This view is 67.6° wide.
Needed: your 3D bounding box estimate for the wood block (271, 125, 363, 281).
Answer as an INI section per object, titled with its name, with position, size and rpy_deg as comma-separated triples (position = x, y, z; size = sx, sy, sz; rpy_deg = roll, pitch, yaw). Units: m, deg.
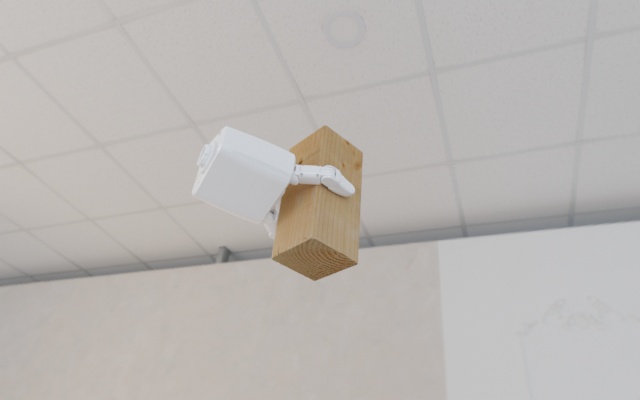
[wood block]
position = 0.000, 0.002, 0.721
size = 0.090, 0.206, 0.091
rpy_deg = 33, -43, -32
